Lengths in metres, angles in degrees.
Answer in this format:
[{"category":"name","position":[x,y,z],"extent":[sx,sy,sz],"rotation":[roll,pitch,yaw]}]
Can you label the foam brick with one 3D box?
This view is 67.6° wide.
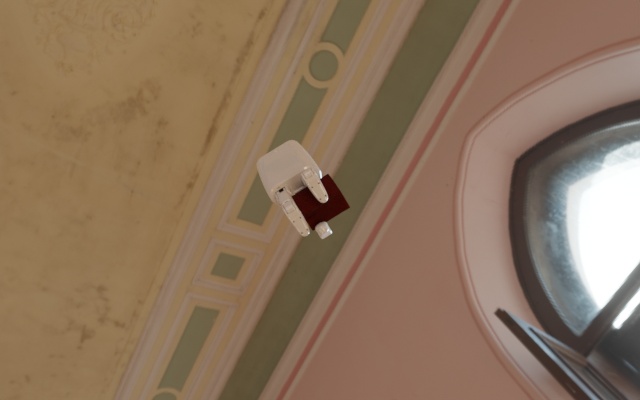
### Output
[{"category":"foam brick","position":[0.000,0.003,0.818],"extent":[0.078,0.051,0.053],"rotation":[-32,-38,-1]}]
